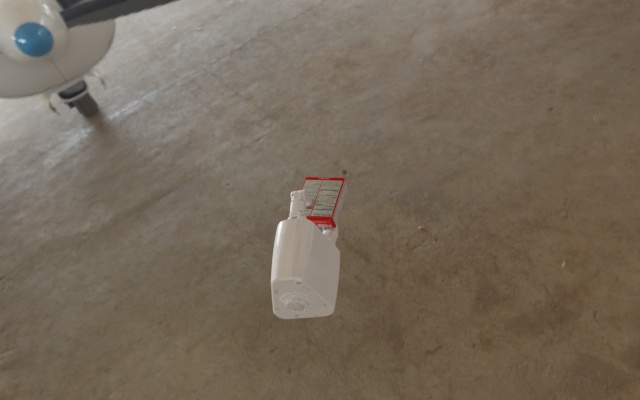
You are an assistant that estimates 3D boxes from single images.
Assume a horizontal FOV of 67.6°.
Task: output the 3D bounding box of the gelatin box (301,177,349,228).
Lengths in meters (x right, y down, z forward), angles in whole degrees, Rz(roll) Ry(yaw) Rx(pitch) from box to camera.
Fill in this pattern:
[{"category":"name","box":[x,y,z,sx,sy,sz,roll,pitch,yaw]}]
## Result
[{"category":"gelatin box","box":[0.000,0.002,0.800,0.073,0.089,0.030,2,-37,23]}]
